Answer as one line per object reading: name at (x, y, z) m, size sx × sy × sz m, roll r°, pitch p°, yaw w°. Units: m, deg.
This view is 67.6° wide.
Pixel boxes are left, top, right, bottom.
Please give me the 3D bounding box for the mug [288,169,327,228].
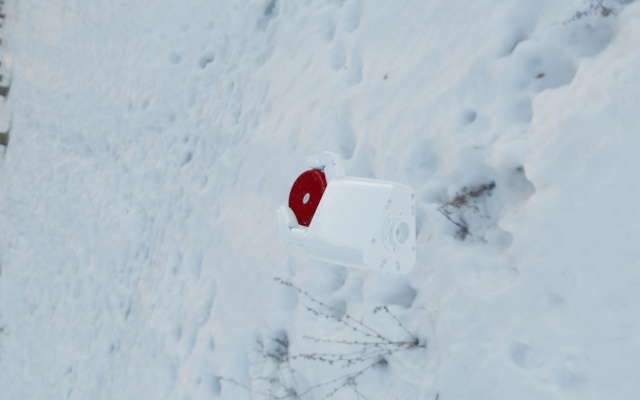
mug at (-0.001, 0.002, 0.699) m, size 0.081 × 0.093 × 0.117 m, roll 16°, pitch -7°, yaw -40°
